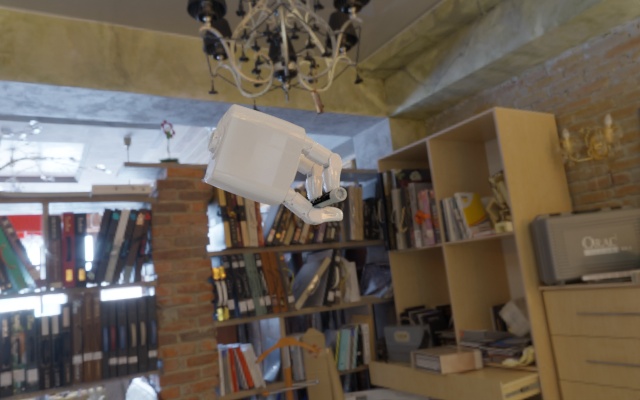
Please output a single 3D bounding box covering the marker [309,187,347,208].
[{"bbox_3d":[0.000,0.002,0.691,0.020,0.020,0.121,0,-11,-27],"label":"marker"}]
